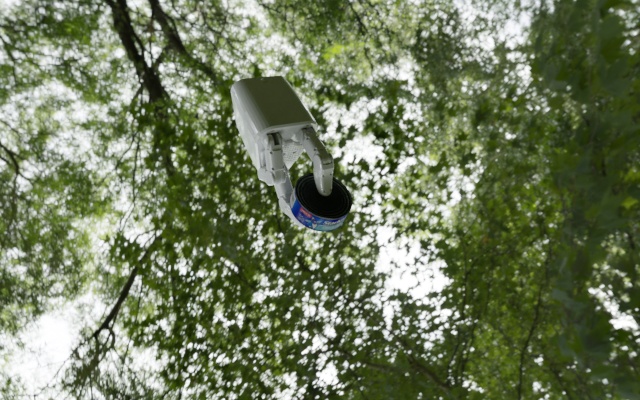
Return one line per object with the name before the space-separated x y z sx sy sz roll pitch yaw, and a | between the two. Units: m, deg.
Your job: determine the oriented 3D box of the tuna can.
tuna can | 0.000 0.003 0.681 0.086 0.086 0.034 0 -40 -25
